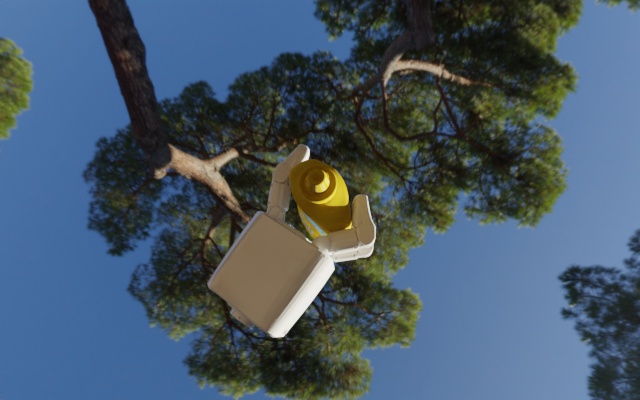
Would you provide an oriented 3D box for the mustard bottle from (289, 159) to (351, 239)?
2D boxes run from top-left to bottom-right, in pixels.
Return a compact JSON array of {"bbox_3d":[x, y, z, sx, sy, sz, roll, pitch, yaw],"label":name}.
[{"bbox_3d":[0.000,0.002,0.573,0.058,0.096,0.192,-30,-15,-5],"label":"mustard bottle"}]
